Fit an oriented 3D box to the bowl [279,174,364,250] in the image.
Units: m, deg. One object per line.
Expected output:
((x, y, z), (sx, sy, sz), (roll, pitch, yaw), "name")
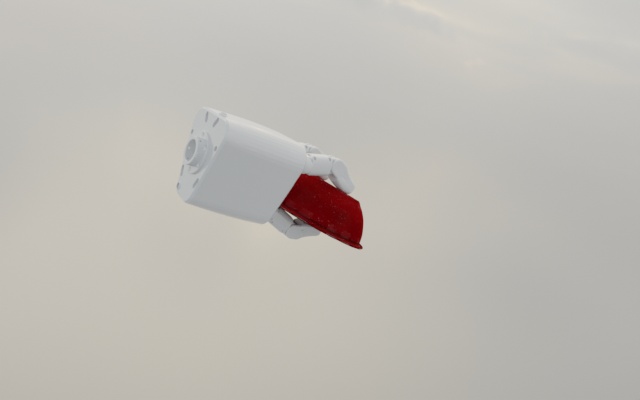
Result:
((0.001, 0.002, 0.645), (0.162, 0.055, 0.162), (31, 2, -1), "bowl")
